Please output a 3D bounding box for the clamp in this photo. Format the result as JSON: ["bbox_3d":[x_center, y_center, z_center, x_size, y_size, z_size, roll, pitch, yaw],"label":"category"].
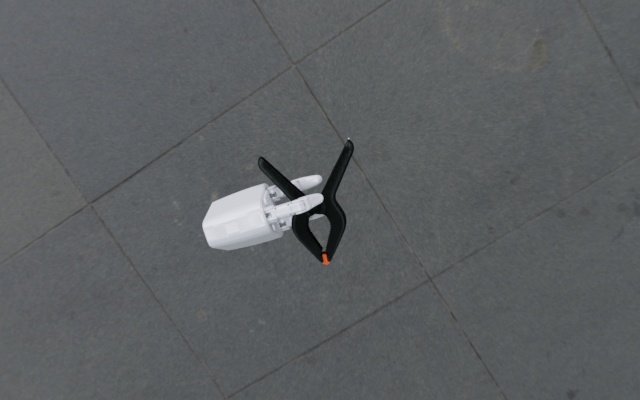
[{"bbox_3d":[0.000,0.003,0.814,0.164,0.210,0.036,-17,6,8],"label":"clamp"}]
